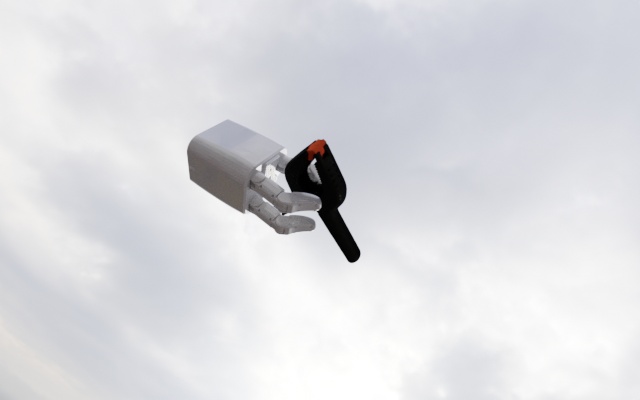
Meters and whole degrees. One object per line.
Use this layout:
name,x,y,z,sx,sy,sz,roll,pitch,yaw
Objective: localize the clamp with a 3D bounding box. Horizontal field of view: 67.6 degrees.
clamp,0.000,0.001,0.680,0.164,0.036,0.210,30,-35,12
